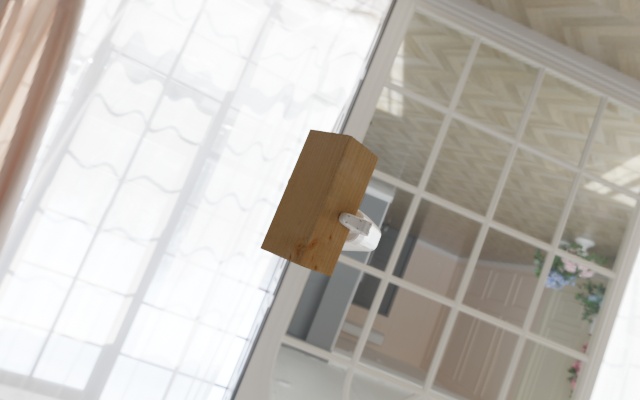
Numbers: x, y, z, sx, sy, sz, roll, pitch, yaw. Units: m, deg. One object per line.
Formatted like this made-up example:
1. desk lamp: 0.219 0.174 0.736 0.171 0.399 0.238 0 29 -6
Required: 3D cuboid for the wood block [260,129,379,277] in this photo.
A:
1. wood block: 0.001 0.003 0.754 0.091 0.206 0.090 16 -9 41
